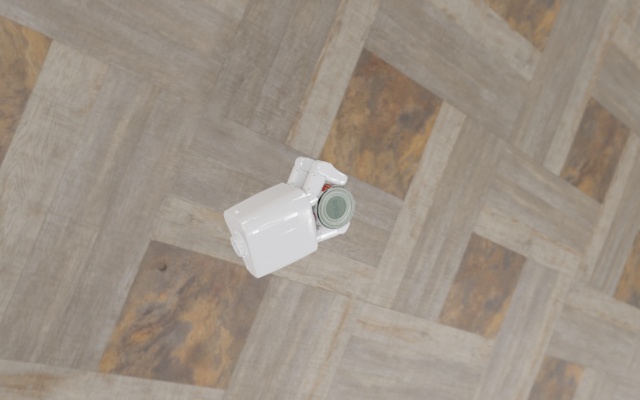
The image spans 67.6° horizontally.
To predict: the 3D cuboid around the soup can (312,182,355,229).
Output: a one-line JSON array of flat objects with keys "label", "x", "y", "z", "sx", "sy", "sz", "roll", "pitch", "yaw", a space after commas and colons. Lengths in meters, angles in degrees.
[{"label": "soup can", "x": 0.001, "y": 0.002, "z": 0.756, "sx": 0.068, "sy": 0.068, "sz": 0.102, "roll": 0, "pitch": 10, "yaw": -29}]
